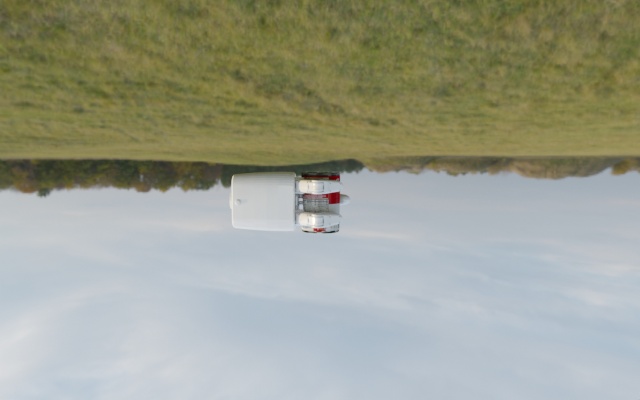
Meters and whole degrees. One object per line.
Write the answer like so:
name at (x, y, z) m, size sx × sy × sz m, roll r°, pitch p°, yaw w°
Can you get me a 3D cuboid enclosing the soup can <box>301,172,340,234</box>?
soup can at (0.001, 0.003, 0.828) m, size 0.068 × 0.102 × 0.068 m, roll 0°, pitch 5°, yaw 0°
